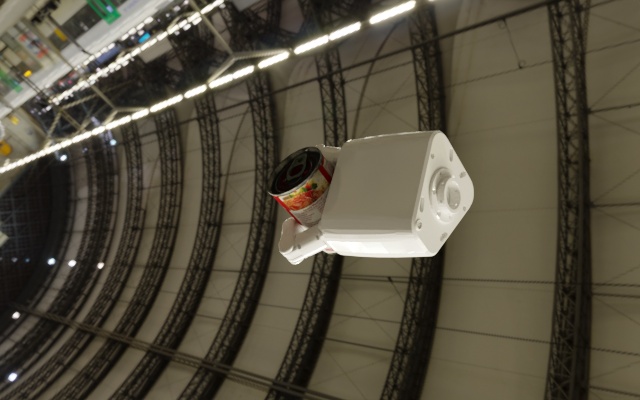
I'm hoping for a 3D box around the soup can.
[{"bbox_3d":[0.000,0.002,0.512,0.068,0.068,0.102,0,-41,46],"label":"soup can"}]
